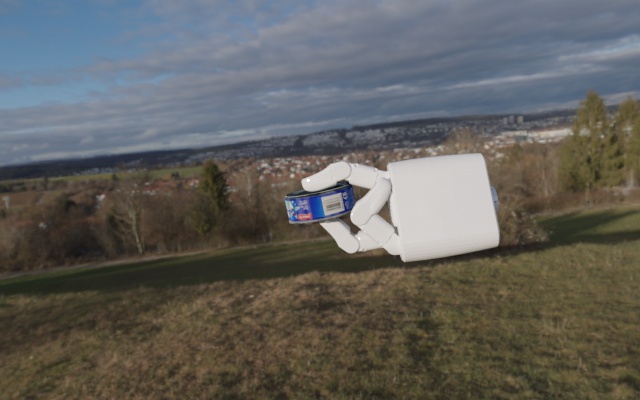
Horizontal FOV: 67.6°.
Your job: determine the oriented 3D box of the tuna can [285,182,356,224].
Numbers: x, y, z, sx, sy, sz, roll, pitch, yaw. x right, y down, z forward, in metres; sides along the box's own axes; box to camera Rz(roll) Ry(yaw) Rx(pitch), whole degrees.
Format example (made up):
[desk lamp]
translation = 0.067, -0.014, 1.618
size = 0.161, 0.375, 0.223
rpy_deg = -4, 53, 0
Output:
[tuna can]
translation = 0.000, 0.001, 0.586
size = 0.086, 0.034, 0.086
rpy_deg = -11, 7, 2
